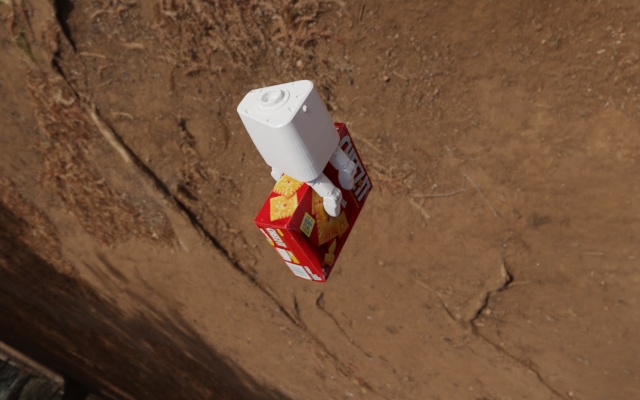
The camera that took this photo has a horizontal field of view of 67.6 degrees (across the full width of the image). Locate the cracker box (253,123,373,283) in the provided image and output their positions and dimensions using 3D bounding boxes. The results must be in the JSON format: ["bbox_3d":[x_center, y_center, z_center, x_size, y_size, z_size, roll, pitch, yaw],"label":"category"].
[{"bbox_3d":[0.000,0.003,0.785,0.072,0.213,0.164,9,-33,33],"label":"cracker box"}]
